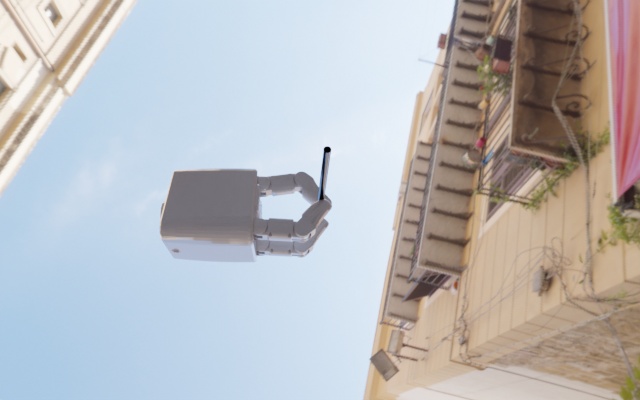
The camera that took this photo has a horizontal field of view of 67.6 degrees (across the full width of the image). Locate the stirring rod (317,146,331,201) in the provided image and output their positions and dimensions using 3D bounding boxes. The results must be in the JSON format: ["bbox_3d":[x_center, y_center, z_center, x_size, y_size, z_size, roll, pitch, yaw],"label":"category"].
[{"bbox_3d":[0.000,0.002,0.583,0.011,0.011,0.240,0,-26,-4],"label":"stirring rod"}]
